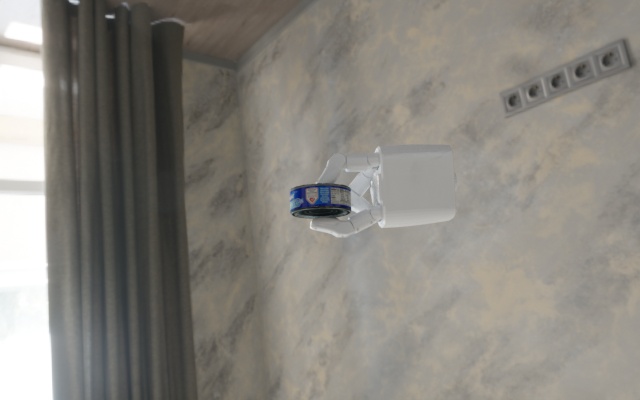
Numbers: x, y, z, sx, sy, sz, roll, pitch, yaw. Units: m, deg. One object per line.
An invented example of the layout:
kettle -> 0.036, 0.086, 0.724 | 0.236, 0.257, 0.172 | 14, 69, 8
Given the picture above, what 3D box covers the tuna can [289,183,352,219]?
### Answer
tuna can -> 0.000, 0.003, 0.658 | 0.086, 0.033, 0.086 | -2, -12, 0
